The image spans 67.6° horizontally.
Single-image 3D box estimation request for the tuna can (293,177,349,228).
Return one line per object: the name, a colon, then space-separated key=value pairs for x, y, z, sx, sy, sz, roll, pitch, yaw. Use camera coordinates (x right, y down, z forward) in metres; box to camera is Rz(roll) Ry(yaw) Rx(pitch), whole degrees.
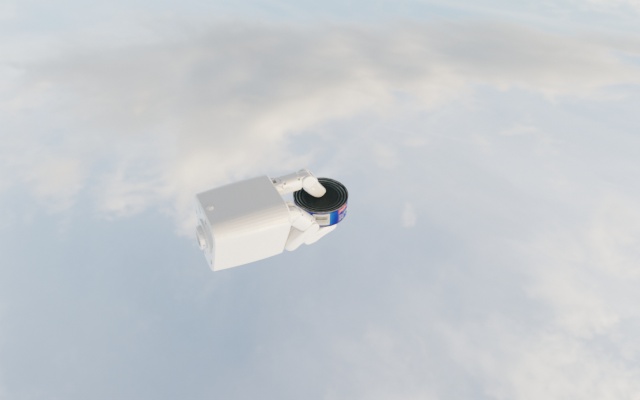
tuna can: x=0.000 y=0.003 z=0.743 sx=0.086 sy=0.034 sz=0.086 roll=1 pitch=40 yaw=0
